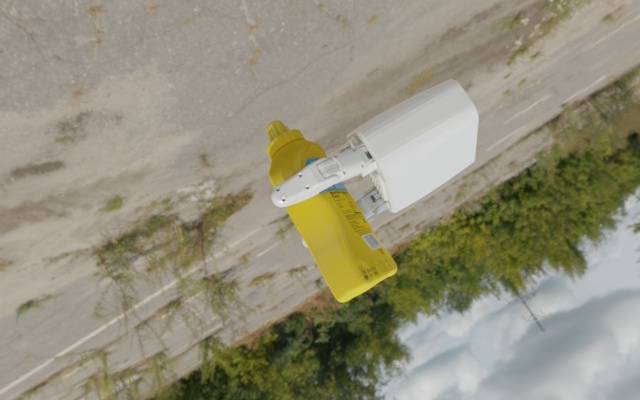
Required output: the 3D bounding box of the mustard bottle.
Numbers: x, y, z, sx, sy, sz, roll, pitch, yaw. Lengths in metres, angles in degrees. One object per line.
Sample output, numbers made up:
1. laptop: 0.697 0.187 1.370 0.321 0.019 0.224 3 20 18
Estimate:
1. mustard bottle: 0.000 0.002 0.471 0.058 0.191 0.096 -36 -14 22
